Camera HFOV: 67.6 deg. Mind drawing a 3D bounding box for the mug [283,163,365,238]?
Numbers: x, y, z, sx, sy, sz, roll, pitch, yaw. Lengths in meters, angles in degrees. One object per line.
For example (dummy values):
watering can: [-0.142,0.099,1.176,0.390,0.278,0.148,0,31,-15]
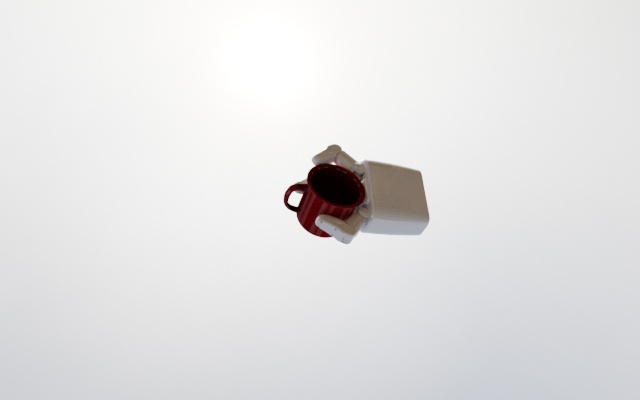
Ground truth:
mug: [-0.001,0.002,0.732,0.117,0.093,0.081,6,-45,-21]
